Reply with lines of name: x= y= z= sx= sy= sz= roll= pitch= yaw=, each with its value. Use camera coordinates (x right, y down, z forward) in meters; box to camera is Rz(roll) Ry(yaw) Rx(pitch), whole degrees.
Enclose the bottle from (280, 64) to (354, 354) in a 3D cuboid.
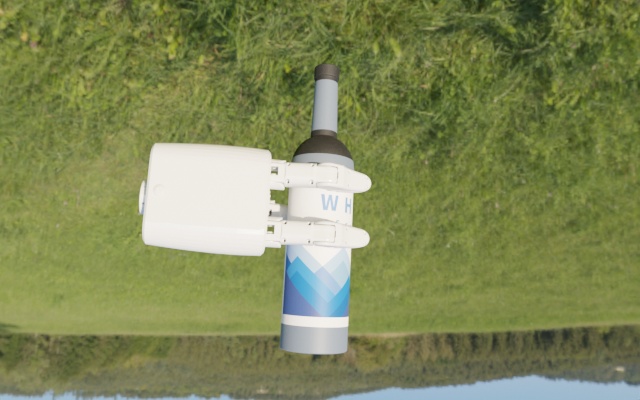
bottle: x=0.000 y=0.002 z=0.494 sx=0.069 sy=0.295 sz=0.069 roll=3 pitch=-10 yaw=0
